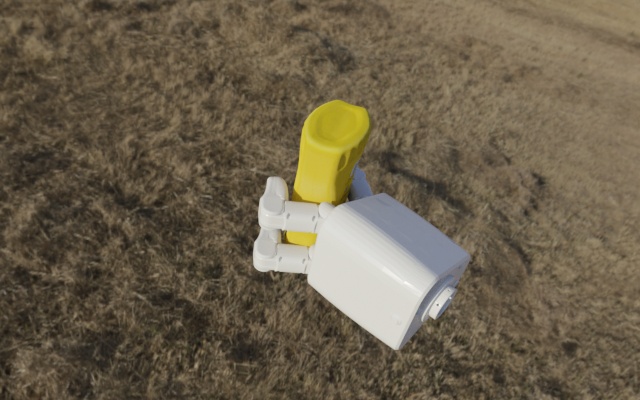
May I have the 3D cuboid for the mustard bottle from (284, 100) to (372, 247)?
[{"bbox_3d":[0.000,0.001,0.486,0.058,0.192,0.096,19,39,7],"label":"mustard bottle"}]
